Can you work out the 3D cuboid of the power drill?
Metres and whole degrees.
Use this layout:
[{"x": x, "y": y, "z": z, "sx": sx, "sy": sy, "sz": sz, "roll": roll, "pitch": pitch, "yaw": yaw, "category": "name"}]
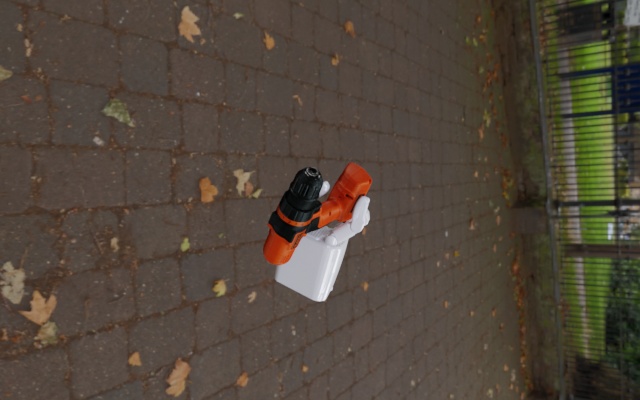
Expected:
[{"x": 0.000, "y": 0.003, "z": 0.741, "sx": 0.057, "sy": 0.184, "sz": 0.187, "roll": 44, "pitch": 42, "yaw": 19, "category": "power drill"}]
